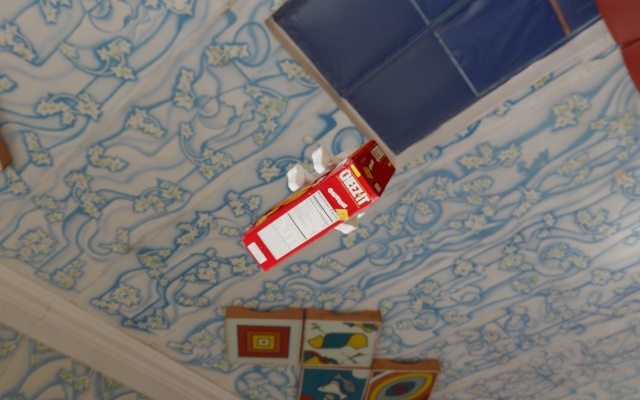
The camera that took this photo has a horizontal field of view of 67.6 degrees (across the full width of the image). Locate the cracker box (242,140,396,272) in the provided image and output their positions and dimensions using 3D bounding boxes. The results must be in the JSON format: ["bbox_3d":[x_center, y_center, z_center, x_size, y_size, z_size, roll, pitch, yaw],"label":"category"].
[{"bbox_3d":[0.000,0.003,0.731,0.214,0.072,0.164,-35,5,23],"label":"cracker box"}]
